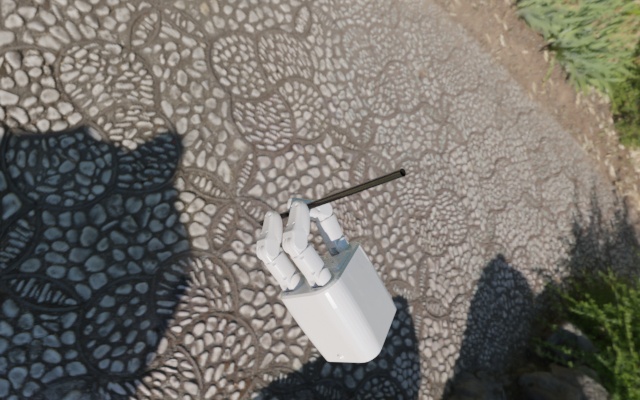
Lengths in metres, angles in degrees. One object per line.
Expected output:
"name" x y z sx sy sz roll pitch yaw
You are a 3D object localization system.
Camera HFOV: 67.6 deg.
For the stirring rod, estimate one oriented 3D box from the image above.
"stirring rod" 0.000 0.002 0.528 0.011 0.011 0.239 0 -13 -40
